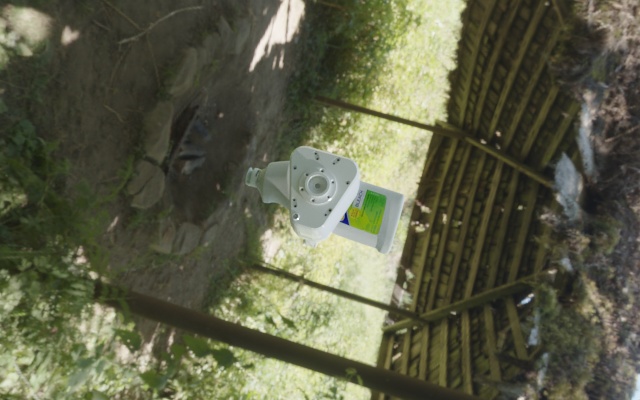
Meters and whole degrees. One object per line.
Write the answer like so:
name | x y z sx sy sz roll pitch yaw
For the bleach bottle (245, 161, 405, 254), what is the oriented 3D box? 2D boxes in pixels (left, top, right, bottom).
bleach bottle | 0.000 0.002 0.765 0.251 0.102 0.068 16 -12 5
